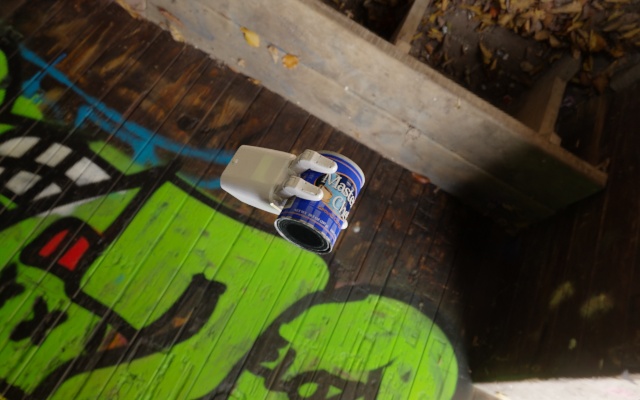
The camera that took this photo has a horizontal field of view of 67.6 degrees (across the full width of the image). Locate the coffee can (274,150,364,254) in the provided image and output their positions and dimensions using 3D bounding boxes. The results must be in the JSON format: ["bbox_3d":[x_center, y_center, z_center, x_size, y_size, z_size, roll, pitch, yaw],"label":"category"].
[{"bbox_3d":[0.000,0.003,0.794,0.103,0.140,0.103,21,-27,12],"label":"coffee can"}]
